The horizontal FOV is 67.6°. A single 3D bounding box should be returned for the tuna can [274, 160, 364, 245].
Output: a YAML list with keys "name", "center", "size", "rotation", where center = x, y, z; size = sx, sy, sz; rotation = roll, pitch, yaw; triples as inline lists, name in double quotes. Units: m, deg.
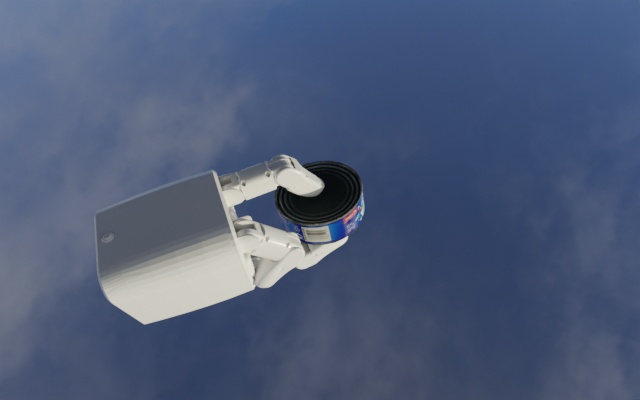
- name: "tuna can"
  center: [0.000, 0.002, 0.469]
  size: [0.086, 0.086, 0.034]
  rotation: [0, -43, 12]
